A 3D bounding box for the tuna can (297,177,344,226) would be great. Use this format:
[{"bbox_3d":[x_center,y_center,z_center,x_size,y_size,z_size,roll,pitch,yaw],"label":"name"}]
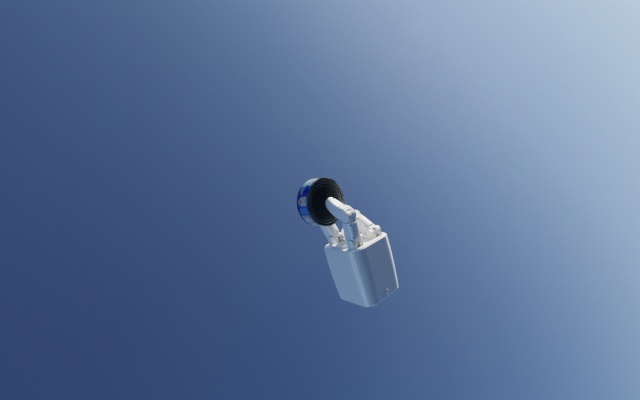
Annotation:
[{"bbox_3d":[0.000,0.003,0.843,0.086,0.086,0.034,0,-2,-42],"label":"tuna can"}]
